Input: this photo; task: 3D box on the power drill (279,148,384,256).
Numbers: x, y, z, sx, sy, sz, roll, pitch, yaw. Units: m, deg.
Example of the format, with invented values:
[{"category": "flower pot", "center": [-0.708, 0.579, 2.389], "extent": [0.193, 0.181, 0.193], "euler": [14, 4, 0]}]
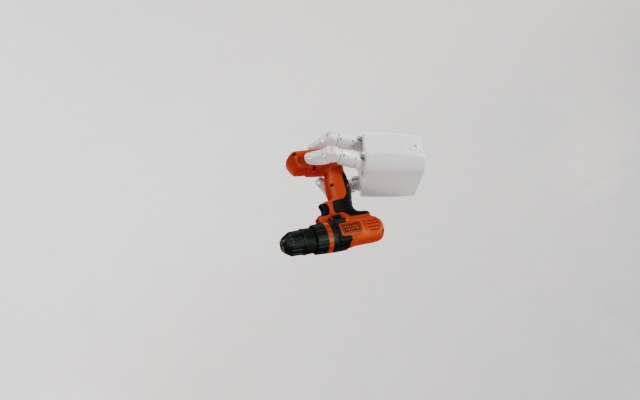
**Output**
[{"category": "power drill", "center": [0.000, 0.002, 0.820], "extent": [0.184, 0.187, 0.057], "euler": [-7, -26, -24]}]
